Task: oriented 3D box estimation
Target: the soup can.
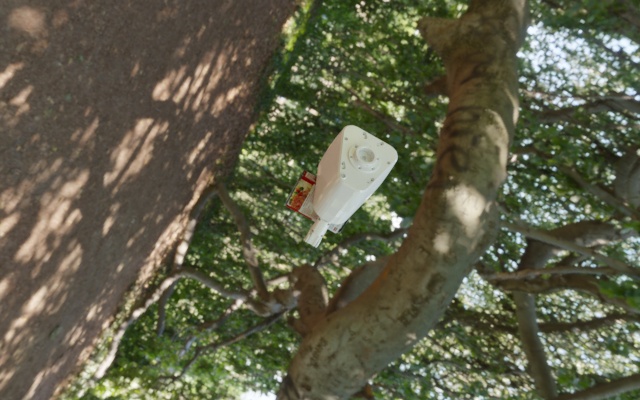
[{"bbox_3d":[0.000,0.003,0.788,0.102,0.068,0.068,29,-2,-3],"label":"soup can"}]
